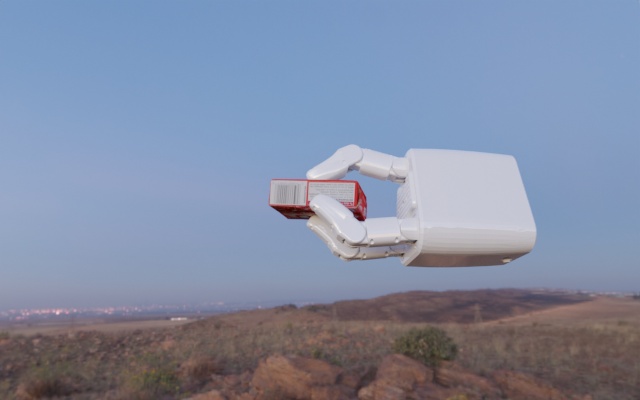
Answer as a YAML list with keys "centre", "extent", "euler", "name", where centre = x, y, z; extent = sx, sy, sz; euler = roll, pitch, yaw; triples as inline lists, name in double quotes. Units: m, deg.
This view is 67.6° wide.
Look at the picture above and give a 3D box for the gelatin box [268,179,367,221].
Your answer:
- centre: [0.000, 0.001, 0.485]
  extent: [0.089, 0.030, 0.073]
  euler: [2, -12, 11]
  name: "gelatin box"
